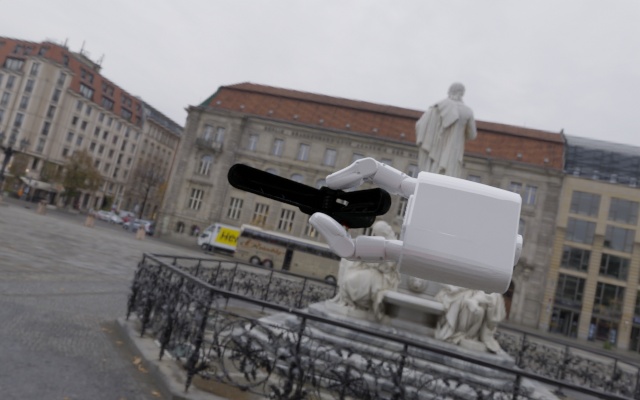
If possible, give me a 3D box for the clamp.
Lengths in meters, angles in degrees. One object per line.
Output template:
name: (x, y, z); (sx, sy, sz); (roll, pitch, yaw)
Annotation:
clamp: (0.001, 0.001, 0.535); (0.164, 0.036, 0.210); (13, -7, 12)
